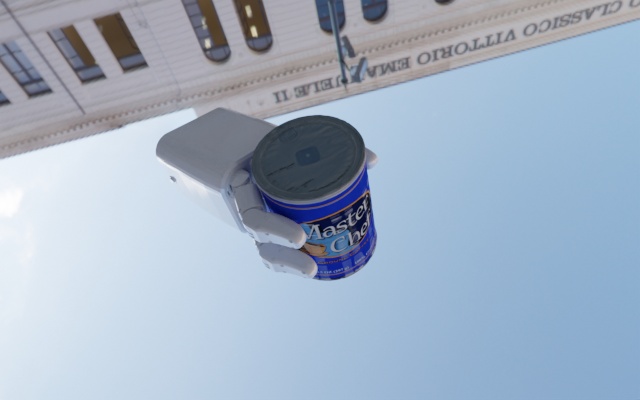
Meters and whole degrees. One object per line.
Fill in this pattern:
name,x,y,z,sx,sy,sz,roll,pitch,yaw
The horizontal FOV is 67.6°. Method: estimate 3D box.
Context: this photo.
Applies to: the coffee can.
coffee can,0.000,0.001,0.474,0.103,0.102,0.140,0,-37,12
